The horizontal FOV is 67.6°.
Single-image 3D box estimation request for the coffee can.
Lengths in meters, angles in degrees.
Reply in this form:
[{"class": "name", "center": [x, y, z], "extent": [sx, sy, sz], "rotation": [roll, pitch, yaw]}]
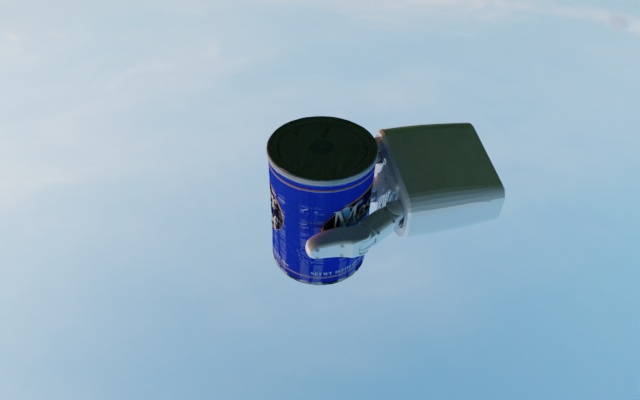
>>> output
[{"class": "coffee can", "center": [0.000, 0.002, 0.482], "extent": [0.103, 0.140, 0.102], "rotation": [1, 42, -1]}]
